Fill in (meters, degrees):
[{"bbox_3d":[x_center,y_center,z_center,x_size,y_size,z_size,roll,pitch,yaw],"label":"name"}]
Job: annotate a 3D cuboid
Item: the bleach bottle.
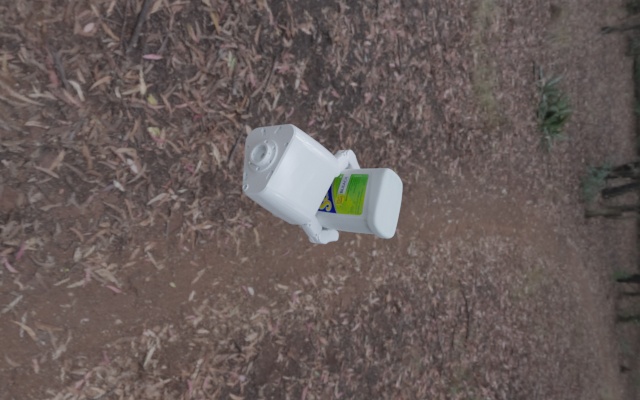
[{"bbox_3d":[0.000,0.002,0.757,0.251,0.102,0.068,0,-22,36],"label":"bleach bottle"}]
